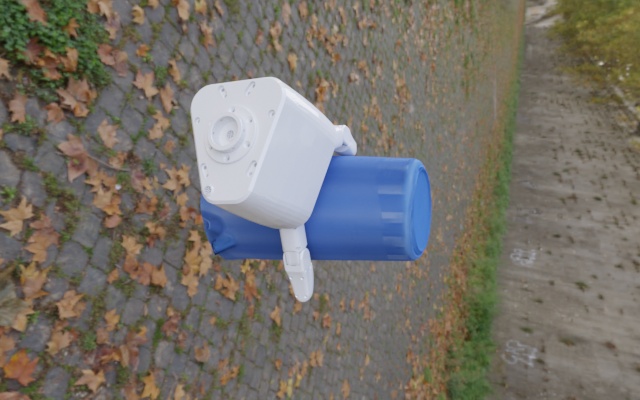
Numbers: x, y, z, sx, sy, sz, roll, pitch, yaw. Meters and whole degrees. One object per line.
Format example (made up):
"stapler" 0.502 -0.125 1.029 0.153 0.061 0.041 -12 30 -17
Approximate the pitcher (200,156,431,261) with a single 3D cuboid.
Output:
"pitcher" 0.000 0.002 0.554 0.243 0.149 0.145 1 -12 24
